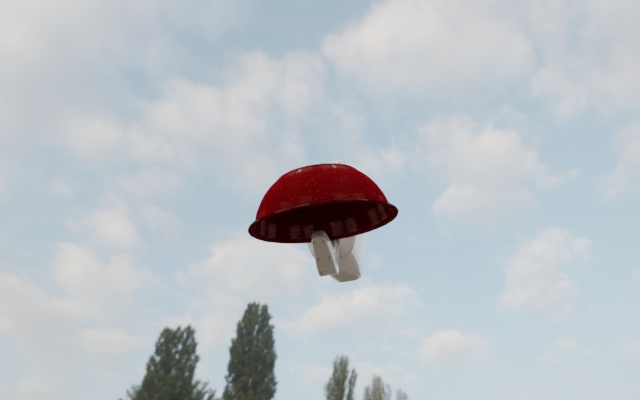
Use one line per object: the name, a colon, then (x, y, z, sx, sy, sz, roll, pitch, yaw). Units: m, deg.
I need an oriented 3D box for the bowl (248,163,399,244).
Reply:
bowl: (0.000, 0.001, 0.519, 0.162, 0.055, 0.162, -7, -17, -2)
